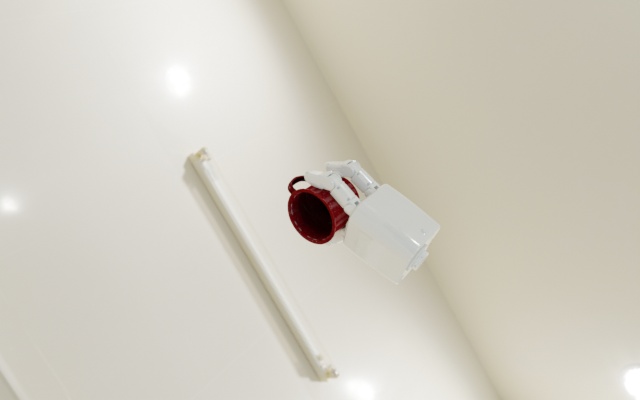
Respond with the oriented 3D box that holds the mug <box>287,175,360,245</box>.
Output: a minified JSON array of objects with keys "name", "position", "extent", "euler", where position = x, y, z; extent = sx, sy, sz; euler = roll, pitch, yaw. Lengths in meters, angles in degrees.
[{"name":"mug","position":[-0.001,0.002,0.755],"extent":[0.117,0.093,0.081],"euler":[40,44,17]}]
